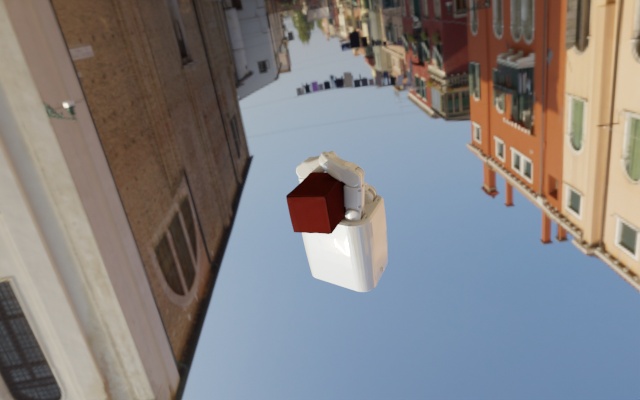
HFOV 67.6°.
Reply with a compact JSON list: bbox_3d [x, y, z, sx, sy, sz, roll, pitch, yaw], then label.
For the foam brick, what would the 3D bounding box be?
[{"bbox_3d":[0.000,0.002,0.596,0.053,0.051,0.078,2,25,24],"label":"foam brick"}]
